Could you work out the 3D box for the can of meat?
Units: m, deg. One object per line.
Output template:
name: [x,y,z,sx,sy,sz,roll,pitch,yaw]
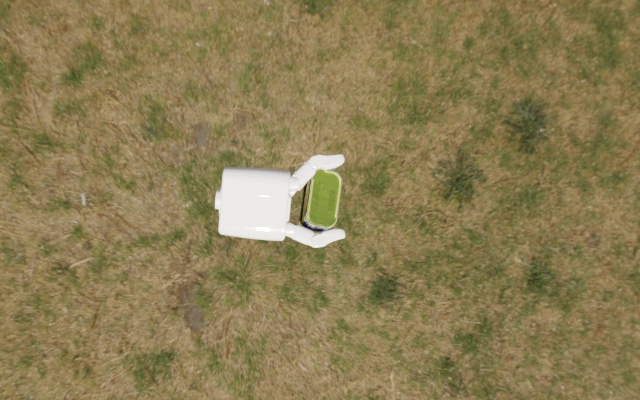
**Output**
can of meat: [0.000,0.003,0.811,0.057,0.102,0.084,9,-10,-7]
